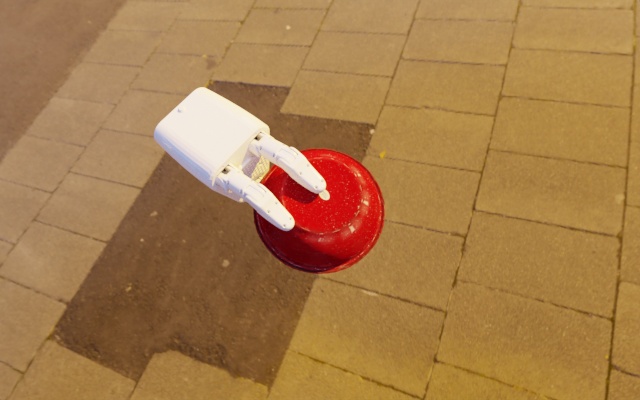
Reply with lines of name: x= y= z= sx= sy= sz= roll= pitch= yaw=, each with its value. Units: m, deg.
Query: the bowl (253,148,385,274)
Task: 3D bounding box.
bowl: x=0.001 y=0.002 z=0.561 sx=0.162 sy=0.162 sz=0.055 roll=0 pitch=-19 yaw=-4
